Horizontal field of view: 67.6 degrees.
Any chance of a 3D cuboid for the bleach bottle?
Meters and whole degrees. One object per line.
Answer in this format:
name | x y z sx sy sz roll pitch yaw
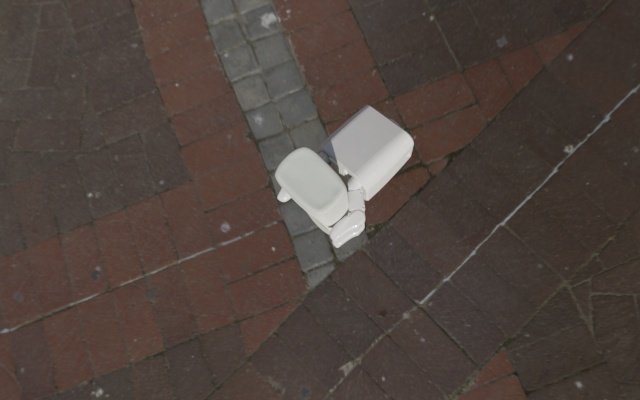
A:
bleach bottle | 0.000 0.003 0.759 0.102 0.068 0.251 45 -5 14
